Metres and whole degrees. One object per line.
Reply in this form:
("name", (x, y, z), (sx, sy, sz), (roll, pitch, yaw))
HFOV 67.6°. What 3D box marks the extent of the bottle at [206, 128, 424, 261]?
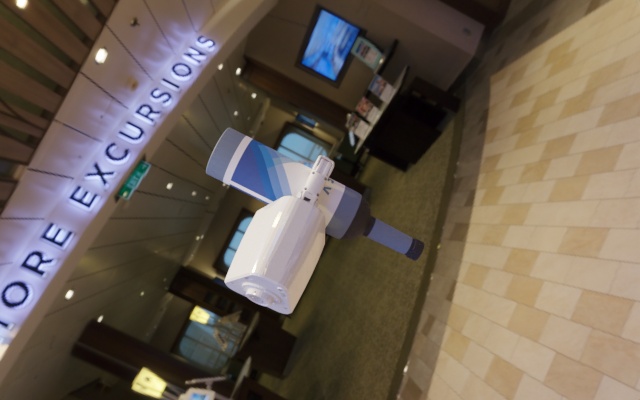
("bottle", (0.000, 0.002, 0.622), (0.296, 0.069, 0.069), (27, -2, -5))
